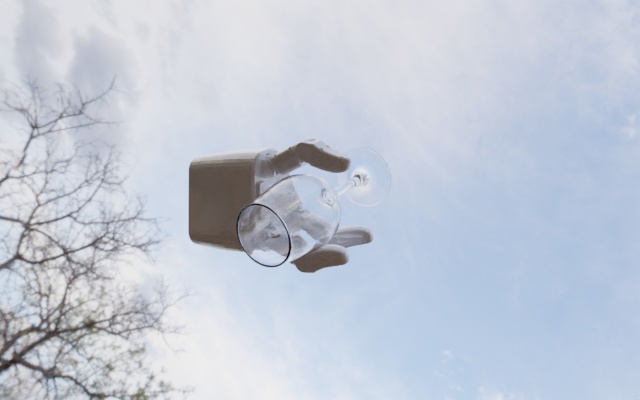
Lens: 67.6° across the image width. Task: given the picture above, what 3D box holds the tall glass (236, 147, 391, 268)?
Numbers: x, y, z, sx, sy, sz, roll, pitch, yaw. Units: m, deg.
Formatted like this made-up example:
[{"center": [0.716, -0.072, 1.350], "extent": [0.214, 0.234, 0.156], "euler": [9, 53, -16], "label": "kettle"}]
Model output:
[{"center": [0.001, 0.001, 0.503], "extent": [0.079, 0.079, 0.201], "euler": [0, 18, 33], "label": "tall glass"}]
